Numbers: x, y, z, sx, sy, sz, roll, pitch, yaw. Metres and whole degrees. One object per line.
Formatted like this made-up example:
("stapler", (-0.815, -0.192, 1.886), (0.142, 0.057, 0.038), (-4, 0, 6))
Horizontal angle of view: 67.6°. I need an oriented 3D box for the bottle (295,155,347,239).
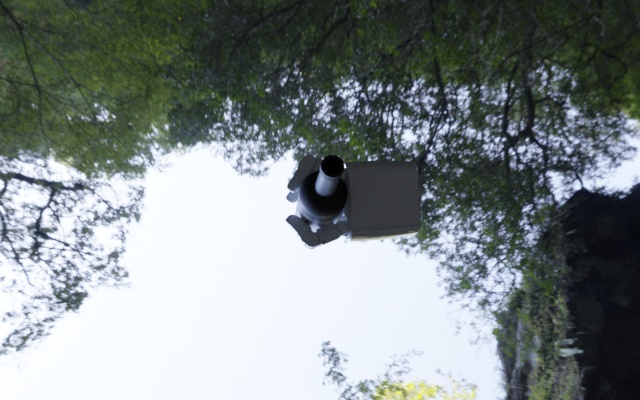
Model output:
("bottle", (0.000, 0.002, 0.683), (0.069, 0.069, 0.296), (0, -16, -6))
